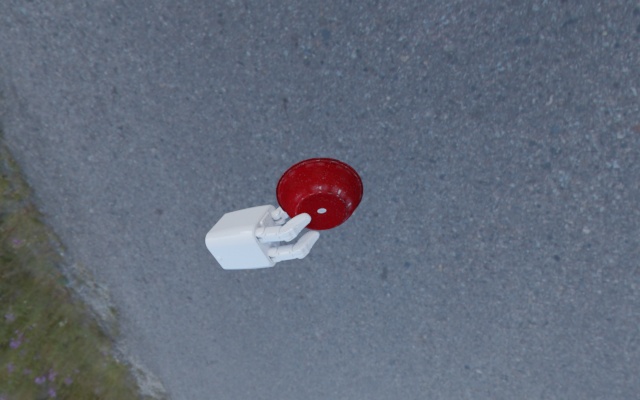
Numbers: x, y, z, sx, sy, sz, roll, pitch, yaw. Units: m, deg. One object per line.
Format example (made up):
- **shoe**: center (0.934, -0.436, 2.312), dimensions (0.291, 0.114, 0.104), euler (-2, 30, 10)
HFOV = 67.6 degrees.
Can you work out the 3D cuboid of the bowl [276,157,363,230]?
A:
- **bowl**: center (0.001, 0.002, 0.857), dimensions (0.162, 0.162, 0.055), euler (0, 41, -4)
